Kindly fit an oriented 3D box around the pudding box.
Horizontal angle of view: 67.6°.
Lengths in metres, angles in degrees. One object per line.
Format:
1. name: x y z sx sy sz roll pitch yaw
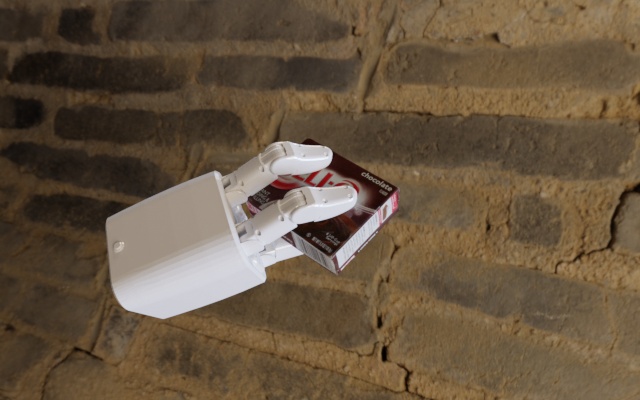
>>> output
1. pudding box: 0.000 0.002 0.431 0.113 0.090 0.039 34 -25 28
